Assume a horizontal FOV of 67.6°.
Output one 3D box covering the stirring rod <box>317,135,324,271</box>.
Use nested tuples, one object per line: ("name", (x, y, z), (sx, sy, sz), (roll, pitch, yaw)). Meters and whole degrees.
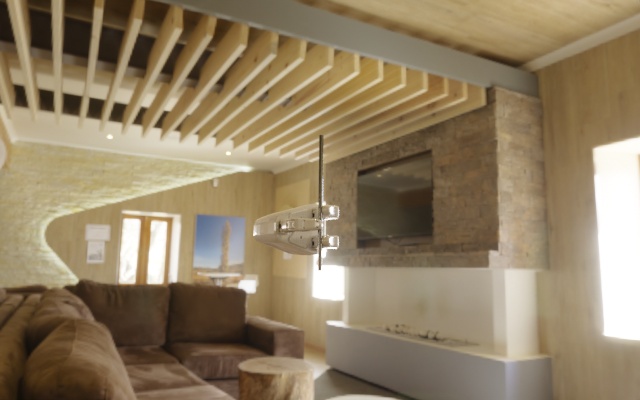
("stirring rod", (0.000, 0.003, 0.838), (0.011, 0.239, 0.011), (1, -8, 0))
